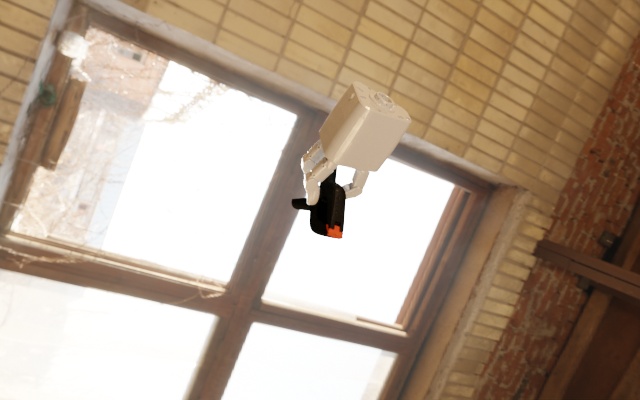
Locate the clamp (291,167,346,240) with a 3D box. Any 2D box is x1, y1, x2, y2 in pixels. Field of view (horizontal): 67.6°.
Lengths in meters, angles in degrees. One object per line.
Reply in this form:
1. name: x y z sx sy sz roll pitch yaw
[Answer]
1. clamp: 0.001 0.003 0.834 0.036 0.165 0.209 18 35 -23
